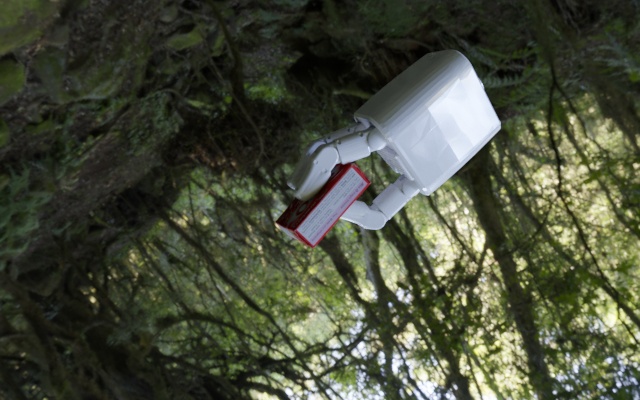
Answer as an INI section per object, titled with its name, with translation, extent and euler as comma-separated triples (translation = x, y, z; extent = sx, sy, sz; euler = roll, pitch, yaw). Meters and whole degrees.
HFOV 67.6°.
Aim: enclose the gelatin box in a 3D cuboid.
[gelatin box]
translation = 0.000, 0.002, 0.483
extent = 0.030, 0.089, 0.073
euler = 44, -10, -17
